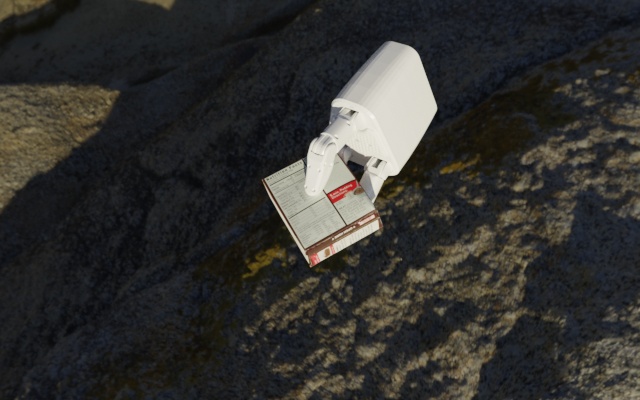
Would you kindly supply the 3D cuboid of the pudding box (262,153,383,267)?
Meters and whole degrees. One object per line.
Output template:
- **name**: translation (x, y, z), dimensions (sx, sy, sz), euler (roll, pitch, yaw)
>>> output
- **pudding box**: translation (0.000, 0.002, 0.518), dimensions (0.090, 0.113, 0.039), euler (-29, -36, -6)
